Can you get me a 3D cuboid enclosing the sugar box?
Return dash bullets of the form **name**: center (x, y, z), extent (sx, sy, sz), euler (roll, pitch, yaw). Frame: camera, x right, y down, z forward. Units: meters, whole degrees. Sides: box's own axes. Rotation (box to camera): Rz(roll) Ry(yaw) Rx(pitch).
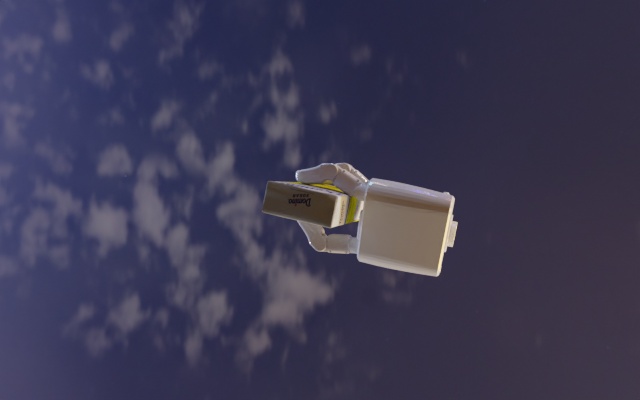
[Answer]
- **sugar box**: center (0.000, 0.002, 0.646), extent (0.093, 0.048, 0.176), euler (12, 2, 16)
